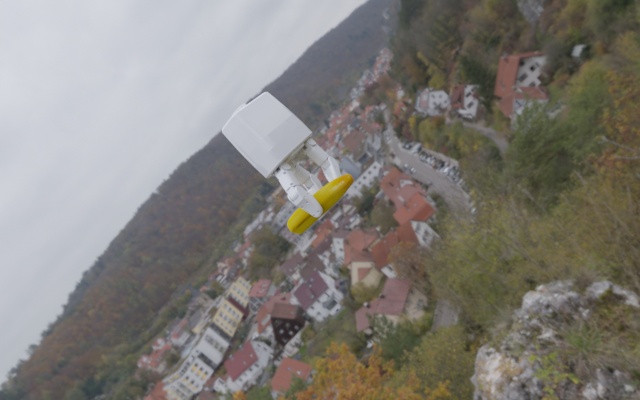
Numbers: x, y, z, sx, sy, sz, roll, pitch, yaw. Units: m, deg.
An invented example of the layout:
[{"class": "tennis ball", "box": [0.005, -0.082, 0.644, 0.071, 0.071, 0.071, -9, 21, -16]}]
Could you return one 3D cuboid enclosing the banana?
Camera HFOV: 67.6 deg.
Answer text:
[{"class": "banana", "box": [-0.012, 0.015, 0.803, 0.069, 0.037, 0.198, -44, 0, -35]}]
